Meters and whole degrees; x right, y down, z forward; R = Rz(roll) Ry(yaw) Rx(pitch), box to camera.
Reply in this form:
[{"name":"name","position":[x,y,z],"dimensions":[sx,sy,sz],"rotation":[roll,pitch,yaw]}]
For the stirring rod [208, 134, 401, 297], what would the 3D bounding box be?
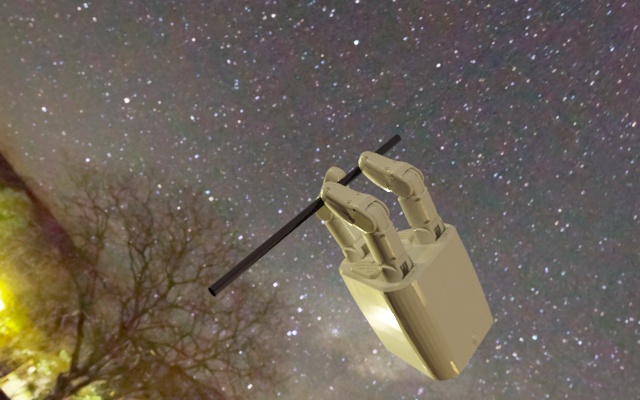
[{"name":"stirring rod","position":[0.000,0.001,0.403],"dimensions":[0.011,0.011,0.239],"rotation":[0,32,48]}]
